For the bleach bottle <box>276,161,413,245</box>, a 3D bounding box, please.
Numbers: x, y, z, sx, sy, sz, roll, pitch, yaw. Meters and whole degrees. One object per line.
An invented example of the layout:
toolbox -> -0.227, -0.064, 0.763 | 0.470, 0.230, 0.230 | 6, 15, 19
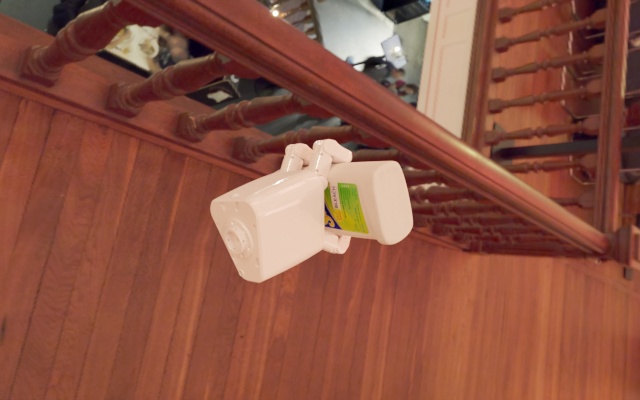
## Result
bleach bottle -> 0.000, 0.002, 0.658 | 0.251, 0.102, 0.068 | -1, 18, 45
